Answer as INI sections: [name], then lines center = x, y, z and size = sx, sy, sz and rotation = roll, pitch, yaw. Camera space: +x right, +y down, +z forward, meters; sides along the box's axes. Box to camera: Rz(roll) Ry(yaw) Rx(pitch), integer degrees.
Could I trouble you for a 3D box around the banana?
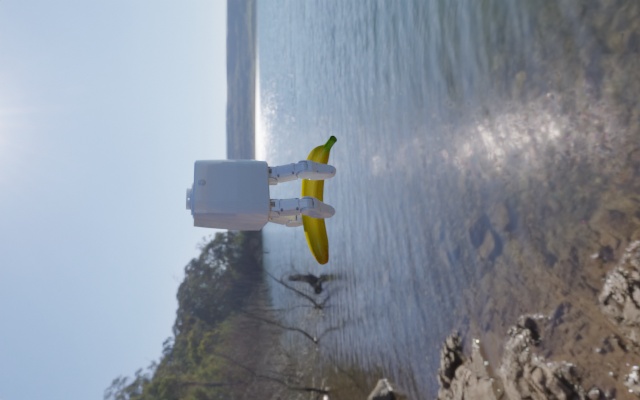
[banana]
center = -0.007, 0.000, 0.749
size = 0.037, 0.198, 0.069
rotation = 4, -4, -22
